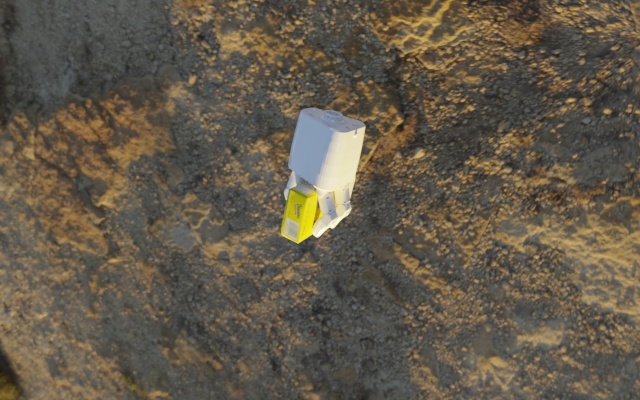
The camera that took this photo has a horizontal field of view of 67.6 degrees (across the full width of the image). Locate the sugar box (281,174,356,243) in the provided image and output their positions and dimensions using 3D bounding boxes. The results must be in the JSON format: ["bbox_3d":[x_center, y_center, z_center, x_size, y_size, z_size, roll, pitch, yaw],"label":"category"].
[{"bbox_3d":[0.001,0.003,0.872,0.048,0.093,0.176,27,30,25],"label":"sugar box"}]
